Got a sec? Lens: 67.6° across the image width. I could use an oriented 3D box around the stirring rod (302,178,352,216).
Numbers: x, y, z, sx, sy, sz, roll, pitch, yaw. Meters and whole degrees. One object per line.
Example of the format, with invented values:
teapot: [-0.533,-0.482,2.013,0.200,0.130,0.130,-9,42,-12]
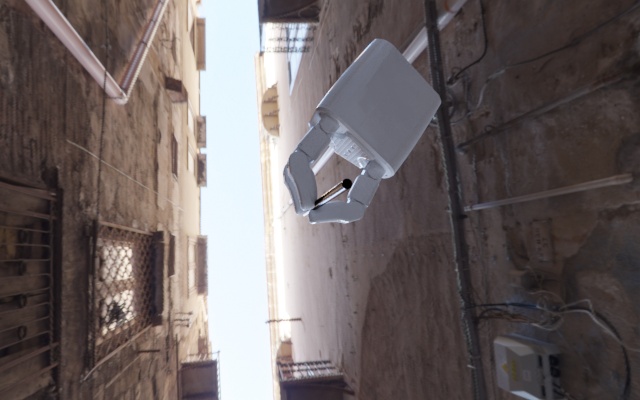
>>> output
stirring rod: [0.000,0.002,0.466,0.011,0.011,0.239,0,-7,-9]
